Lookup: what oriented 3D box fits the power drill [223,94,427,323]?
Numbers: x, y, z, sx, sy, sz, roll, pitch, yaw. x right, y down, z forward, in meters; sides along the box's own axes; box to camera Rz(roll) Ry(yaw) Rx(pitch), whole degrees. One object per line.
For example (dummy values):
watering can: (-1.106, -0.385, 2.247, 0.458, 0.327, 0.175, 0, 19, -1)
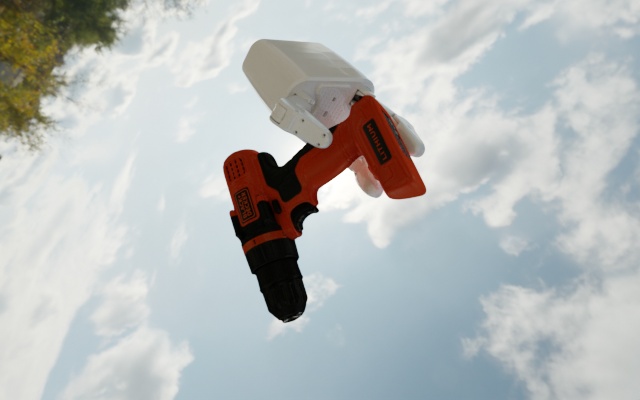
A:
power drill: (0.000, 0.001, 0.457, 0.188, 0.184, 0.057, -28, -20, 17)
